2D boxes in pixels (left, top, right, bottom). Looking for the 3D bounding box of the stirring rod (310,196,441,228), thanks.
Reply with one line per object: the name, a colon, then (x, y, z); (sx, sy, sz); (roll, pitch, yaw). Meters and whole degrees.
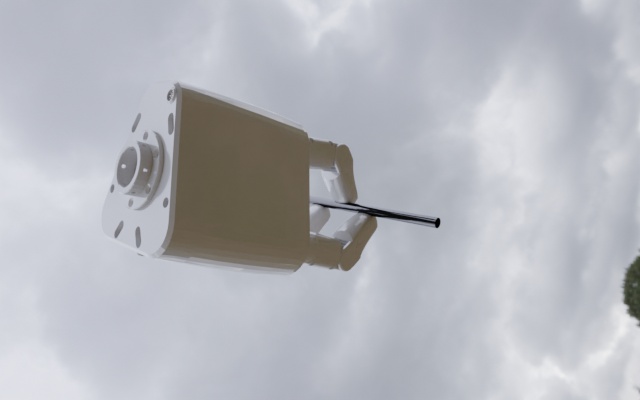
stirring rod: (0.000, 0.001, 0.432); (0.239, 0.011, 0.011); (10, 7, 44)
